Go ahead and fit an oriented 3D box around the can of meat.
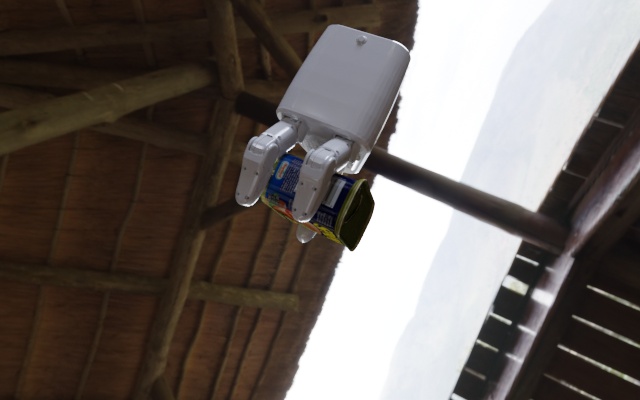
[{"bbox_3d":[0.000,0.001,0.459,0.084,0.057,0.102,23,-10,18],"label":"can of meat"}]
